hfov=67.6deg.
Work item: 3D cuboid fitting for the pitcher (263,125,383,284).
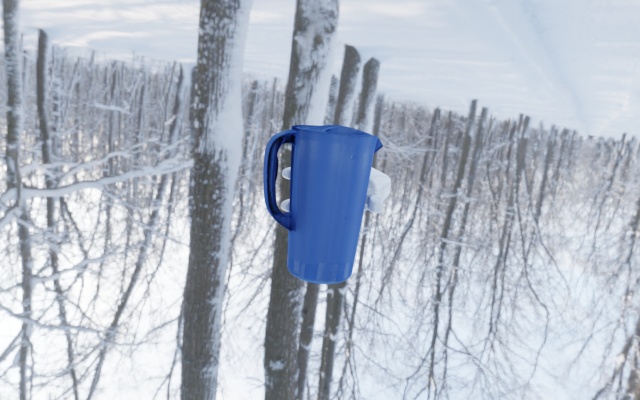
[{"bbox_3d":[0.000,0.002,0.754,0.149,0.243,0.145,11,14,21],"label":"pitcher"}]
